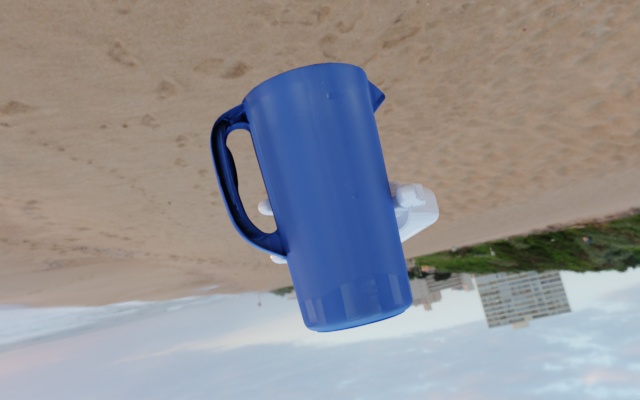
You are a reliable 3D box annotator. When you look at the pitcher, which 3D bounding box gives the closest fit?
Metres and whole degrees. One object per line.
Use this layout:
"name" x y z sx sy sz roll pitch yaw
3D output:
"pitcher" 0.000 0.002 0.475 0.149 0.243 0.145 -19 -10 30
